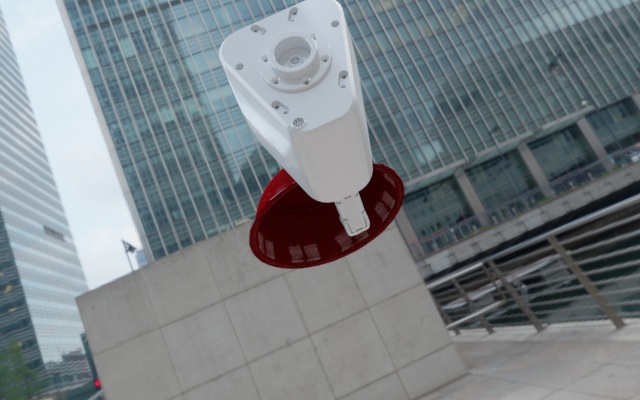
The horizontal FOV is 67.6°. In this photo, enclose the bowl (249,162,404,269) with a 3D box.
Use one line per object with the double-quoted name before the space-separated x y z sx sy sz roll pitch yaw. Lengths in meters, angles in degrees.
"bowl" 0.000 0.002 0.483 0.162 0.055 0.162 -16 -36 -12
